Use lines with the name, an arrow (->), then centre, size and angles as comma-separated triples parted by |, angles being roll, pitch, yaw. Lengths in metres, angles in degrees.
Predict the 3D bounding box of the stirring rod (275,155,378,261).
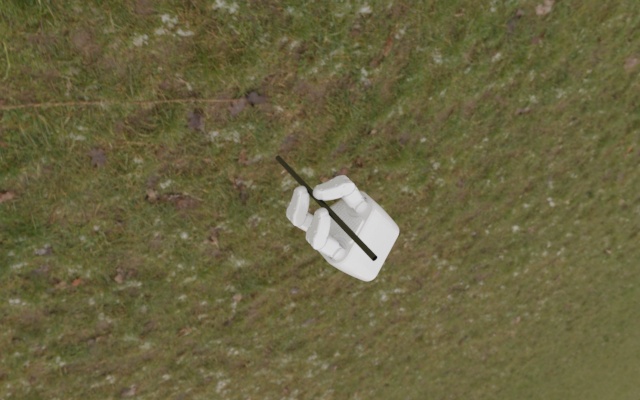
stirring rod -> 0.000, 0.002, 0.639 | 0.011, 0.011, 0.239 | 0, 33, -40
